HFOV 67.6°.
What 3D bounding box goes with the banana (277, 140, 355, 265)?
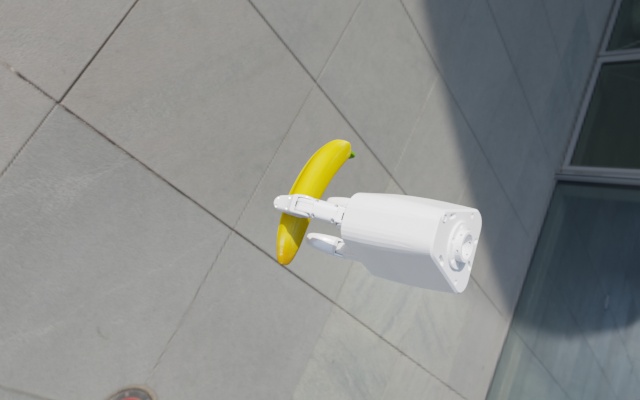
[{"bbox_3d":[-0.005,-0.013,0.595,0.037,0.197,0.070,10,-36,37],"label":"banana"}]
